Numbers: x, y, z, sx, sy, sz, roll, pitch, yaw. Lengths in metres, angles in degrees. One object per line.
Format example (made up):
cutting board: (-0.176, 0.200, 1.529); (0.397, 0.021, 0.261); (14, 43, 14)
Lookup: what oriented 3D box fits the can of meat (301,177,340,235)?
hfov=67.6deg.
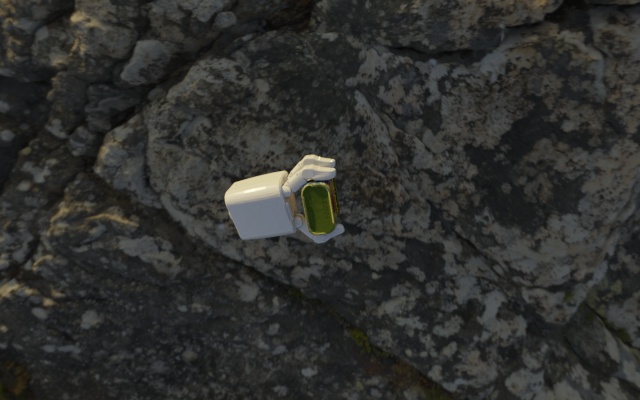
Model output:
can of meat: (0.000, 0.003, 0.869); (0.057, 0.102, 0.084); (-7, 19, 8)
